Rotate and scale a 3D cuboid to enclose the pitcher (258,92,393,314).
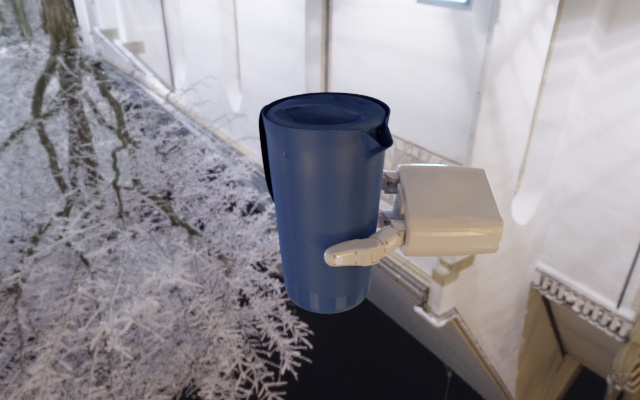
[{"bbox_3d":[0.000,0.002,0.555,0.145,0.243,0.149,-1,28,-1],"label":"pitcher"}]
